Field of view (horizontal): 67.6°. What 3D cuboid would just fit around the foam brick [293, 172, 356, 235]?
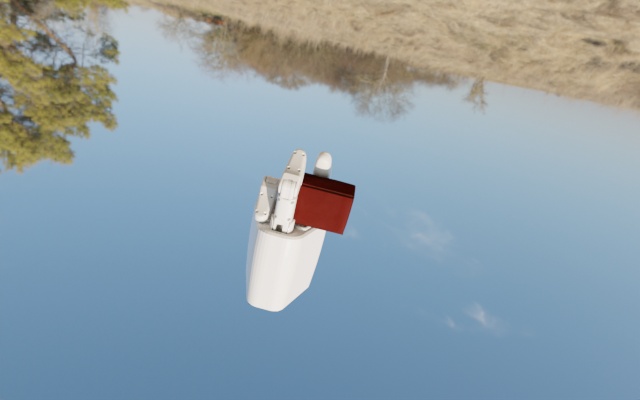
[{"bbox_3d":[0.000,0.002,0.589,0.078,0.051,0.053,14,18,4],"label":"foam brick"}]
